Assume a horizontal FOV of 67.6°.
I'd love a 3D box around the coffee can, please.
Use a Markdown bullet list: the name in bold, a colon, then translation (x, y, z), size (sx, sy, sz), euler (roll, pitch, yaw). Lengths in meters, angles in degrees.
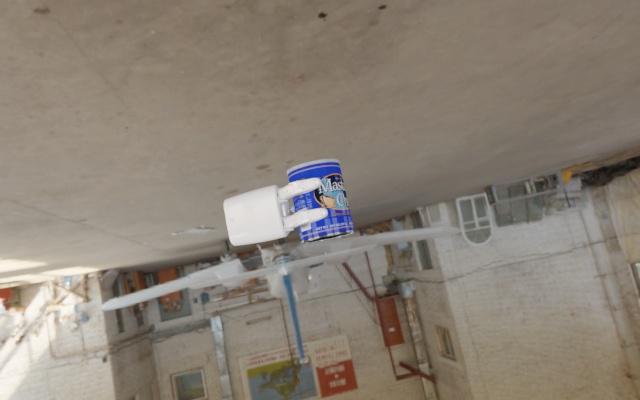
- **coffee can**: translation (0.000, 0.003, 0.898), size (0.103, 0.140, 0.103), euler (-12, -8, -2)
